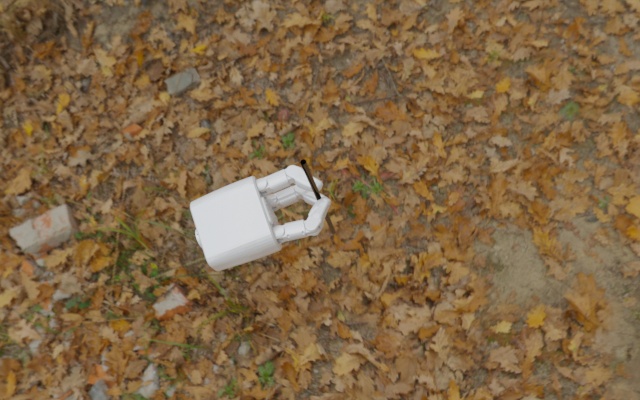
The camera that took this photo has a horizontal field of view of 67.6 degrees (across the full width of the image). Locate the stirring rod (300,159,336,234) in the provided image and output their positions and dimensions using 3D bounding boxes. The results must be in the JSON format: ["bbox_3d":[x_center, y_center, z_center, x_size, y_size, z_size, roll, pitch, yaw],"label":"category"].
[{"bbox_3d":[0.000,0.002,0.724,0.011,0.011,0.240,0,-26,12],"label":"stirring rod"}]
